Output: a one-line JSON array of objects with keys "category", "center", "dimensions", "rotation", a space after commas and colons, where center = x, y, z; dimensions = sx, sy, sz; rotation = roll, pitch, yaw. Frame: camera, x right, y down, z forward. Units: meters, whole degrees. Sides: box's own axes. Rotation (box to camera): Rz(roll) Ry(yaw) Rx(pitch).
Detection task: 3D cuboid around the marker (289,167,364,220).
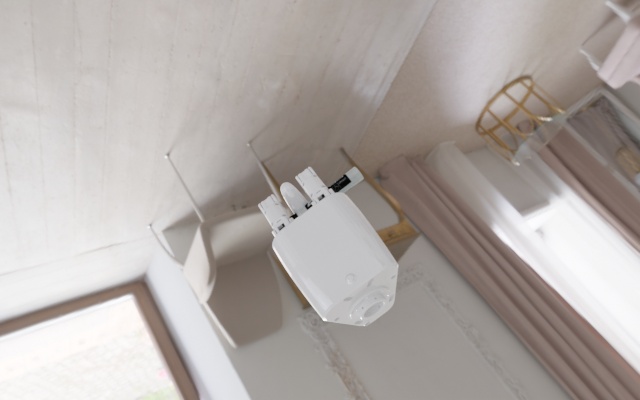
[{"category": "marker", "center": [0.000, 0.002, 0.589], "dimensions": [0.121, 0.020, 0.020], "rotation": [-37, 0, -1]}]
